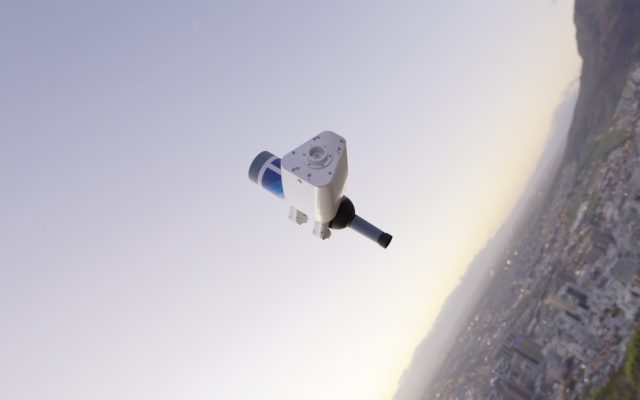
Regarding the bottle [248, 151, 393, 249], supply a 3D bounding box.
[{"bbox_3d":[0.000,0.003,0.879,0.295,0.069,0.069,31,11,20],"label":"bottle"}]
